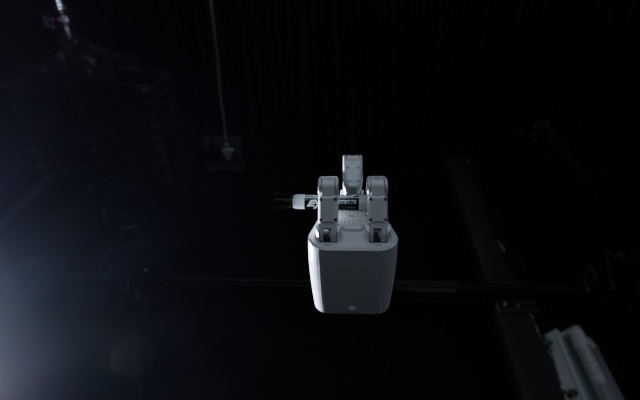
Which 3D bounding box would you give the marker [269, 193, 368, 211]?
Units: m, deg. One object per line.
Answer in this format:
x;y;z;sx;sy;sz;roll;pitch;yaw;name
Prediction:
0.000;0.002;0.565;0.121;0.020;0.020;1;0;4;marker
